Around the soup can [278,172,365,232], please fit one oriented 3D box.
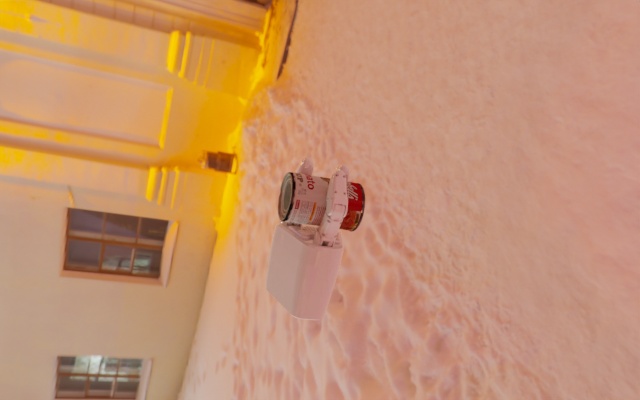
[{"bbox_3d":[0.000,0.002,0.643,0.102,0.068,0.068,9,-3,-19],"label":"soup can"}]
